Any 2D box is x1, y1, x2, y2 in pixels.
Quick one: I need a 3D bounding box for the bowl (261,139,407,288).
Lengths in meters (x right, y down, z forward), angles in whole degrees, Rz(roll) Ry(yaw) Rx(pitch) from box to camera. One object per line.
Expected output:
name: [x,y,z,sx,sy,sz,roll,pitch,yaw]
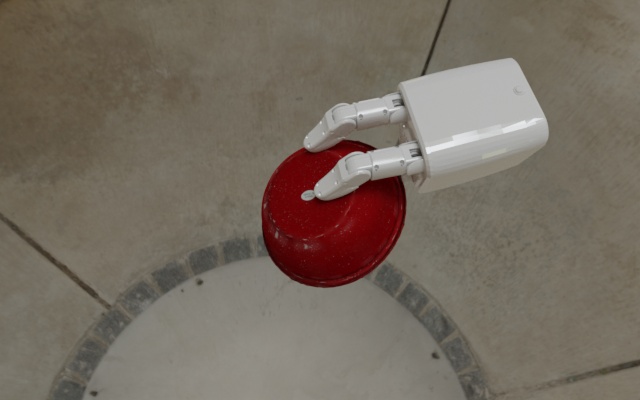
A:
bowl: [-0.001,0.002,0.473,0.162,0.162,0.055,0,-19,25]
